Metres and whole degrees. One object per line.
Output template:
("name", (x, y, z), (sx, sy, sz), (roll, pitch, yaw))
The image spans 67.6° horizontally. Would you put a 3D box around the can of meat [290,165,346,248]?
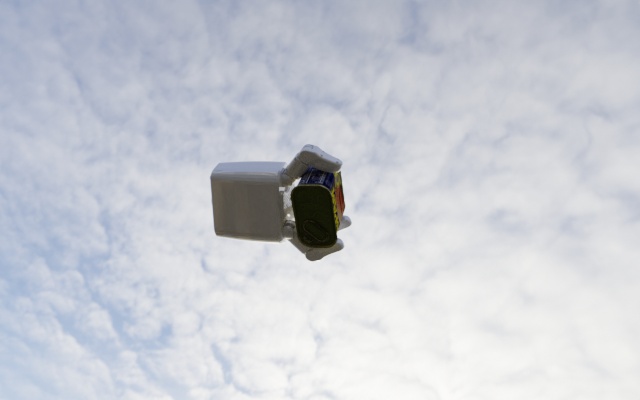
("can of meat", (0.000, 0.002, 0.678), (0.057, 0.102, 0.084), (0, 31, 14))
